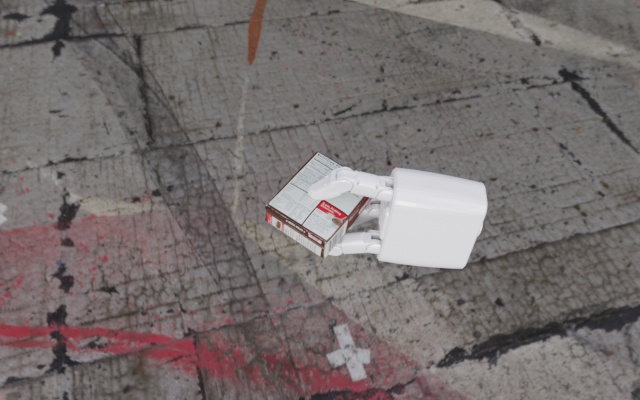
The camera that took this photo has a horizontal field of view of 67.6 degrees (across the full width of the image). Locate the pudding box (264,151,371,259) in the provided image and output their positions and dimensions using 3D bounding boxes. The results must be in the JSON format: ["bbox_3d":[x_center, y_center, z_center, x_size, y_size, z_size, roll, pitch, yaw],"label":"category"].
[{"bbox_3d":[0.000,0.002,0.585,0.090,0.113,0.039,31,-35,16],"label":"pudding box"}]
